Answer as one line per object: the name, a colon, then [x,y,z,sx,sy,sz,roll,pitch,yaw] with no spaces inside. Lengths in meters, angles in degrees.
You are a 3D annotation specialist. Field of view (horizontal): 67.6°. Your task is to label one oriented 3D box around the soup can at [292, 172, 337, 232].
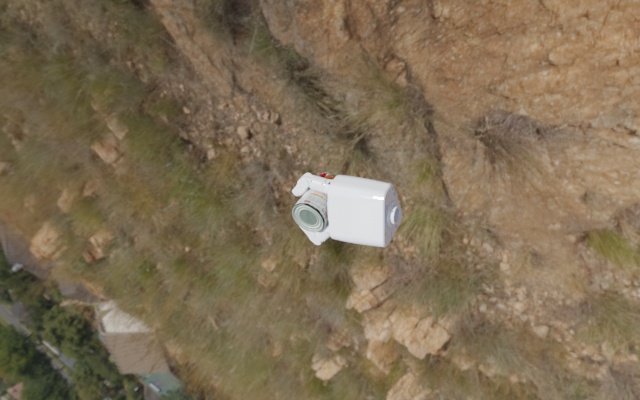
soup can: [0.000,0.003,0.891,0.068,0.068,0.102,0,37,35]
